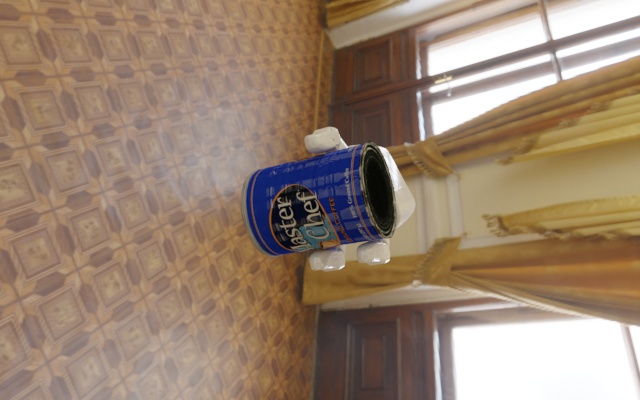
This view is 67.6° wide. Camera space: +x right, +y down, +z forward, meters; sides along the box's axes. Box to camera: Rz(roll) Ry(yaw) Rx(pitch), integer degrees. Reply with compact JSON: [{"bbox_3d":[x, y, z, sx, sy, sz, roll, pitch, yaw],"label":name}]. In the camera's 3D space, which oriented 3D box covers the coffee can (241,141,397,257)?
[{"bbox_3d":[0.000,0.002,0.520,0.140,0.103,0.103,-11,-5,24],"label":"coffee can"}]
